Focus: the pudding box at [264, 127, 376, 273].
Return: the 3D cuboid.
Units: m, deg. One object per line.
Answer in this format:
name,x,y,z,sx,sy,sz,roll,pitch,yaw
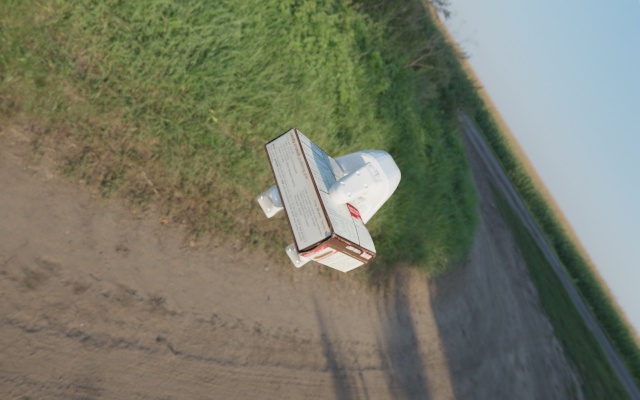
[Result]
pudding box,0.000,0.001,0.427,0.039,0.113,0.090,-31,-29,18
